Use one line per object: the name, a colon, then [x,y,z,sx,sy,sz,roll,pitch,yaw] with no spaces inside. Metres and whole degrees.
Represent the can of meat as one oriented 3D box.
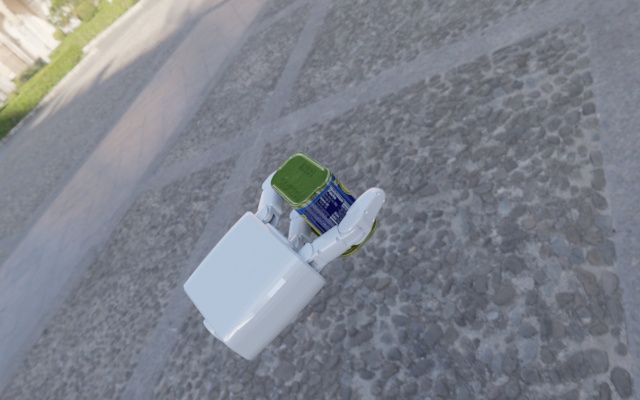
can of meat: [0.000,0.001,0.506,0.084,0.057,0.102,46,-4,-31]
